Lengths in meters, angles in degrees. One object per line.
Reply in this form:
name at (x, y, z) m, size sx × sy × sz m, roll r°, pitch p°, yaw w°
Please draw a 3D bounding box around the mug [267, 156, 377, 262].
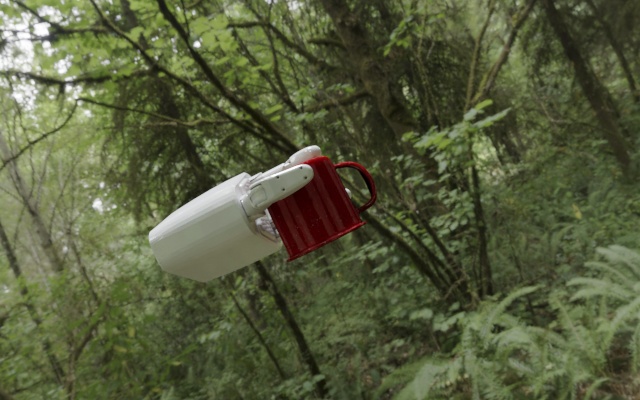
mug at (0.001, 0.001, 0.491) m, size 0.117 × 0.081 × 0.093 m, roll -27°, pitch -3°, yaw 5°
